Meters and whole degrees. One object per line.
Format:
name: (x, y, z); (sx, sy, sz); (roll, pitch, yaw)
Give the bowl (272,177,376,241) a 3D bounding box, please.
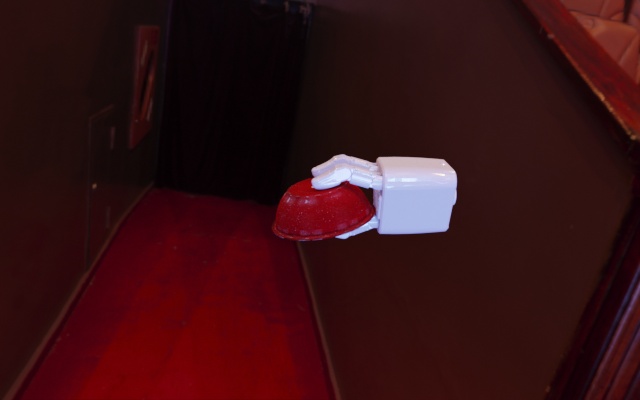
bowl: (-0.001, 0.002, 0.721); (0.162, 0.055, 0.162); (-10, 19, 4)
